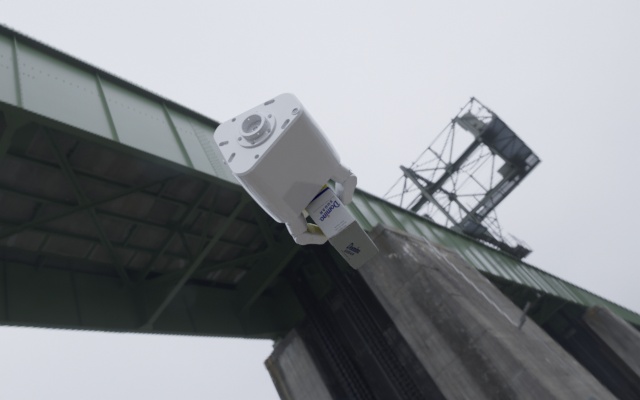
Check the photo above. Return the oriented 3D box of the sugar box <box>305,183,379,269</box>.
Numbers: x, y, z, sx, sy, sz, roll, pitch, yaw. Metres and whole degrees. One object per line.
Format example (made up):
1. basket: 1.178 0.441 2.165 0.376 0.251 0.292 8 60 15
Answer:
1. sugar box: 0.000 0.002 0.625 0.048 0.176 0.093 -37 -38 2
